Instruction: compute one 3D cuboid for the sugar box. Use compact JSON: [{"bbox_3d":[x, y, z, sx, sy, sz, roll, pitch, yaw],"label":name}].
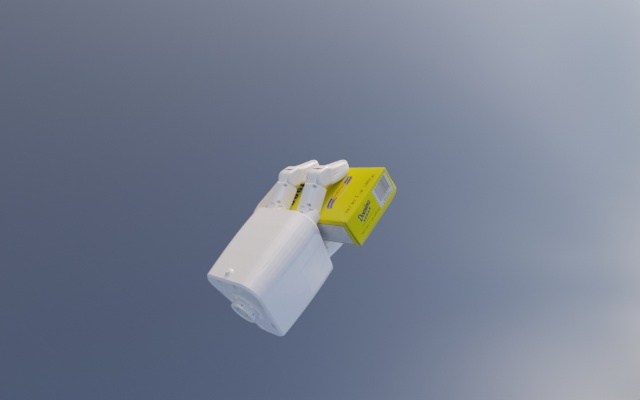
[{"bbox_3d":[0.000,0.002,0.604,0.176,0.048,0.093,5,48,45],"label":"sugar box"}]
